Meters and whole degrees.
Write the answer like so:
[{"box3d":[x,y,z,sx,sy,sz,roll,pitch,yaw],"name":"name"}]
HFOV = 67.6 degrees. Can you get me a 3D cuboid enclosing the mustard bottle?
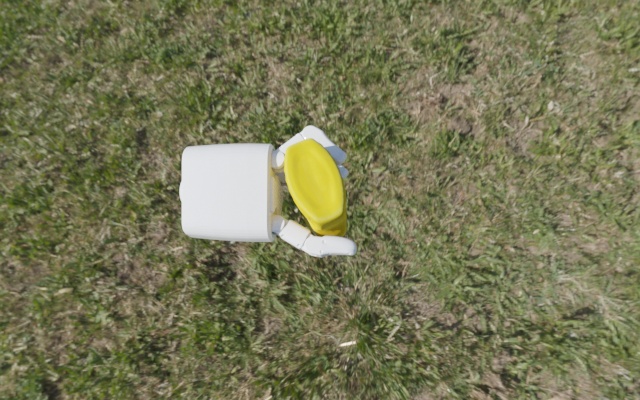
[{"box3d":[0.000,0.002,0.588,0.058,0.096,0.192,-24,-16,-2],"name":"mustard bottle"}]
